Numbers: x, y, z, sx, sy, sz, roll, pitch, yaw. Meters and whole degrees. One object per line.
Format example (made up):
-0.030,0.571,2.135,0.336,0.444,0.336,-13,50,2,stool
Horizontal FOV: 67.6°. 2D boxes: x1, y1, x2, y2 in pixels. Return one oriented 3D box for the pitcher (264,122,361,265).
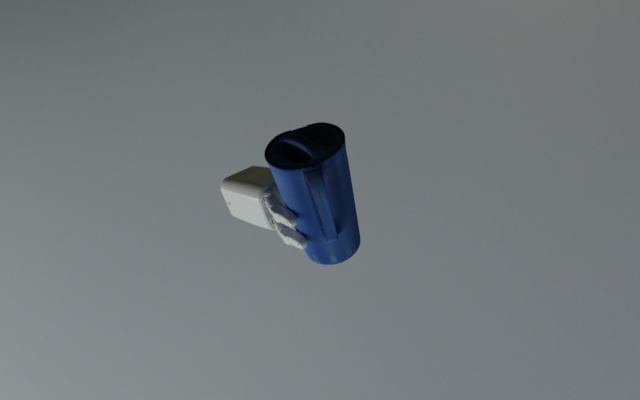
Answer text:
0.000,0.003,0.827,0.145,0.243,0.149,13,46,32,pitcher
